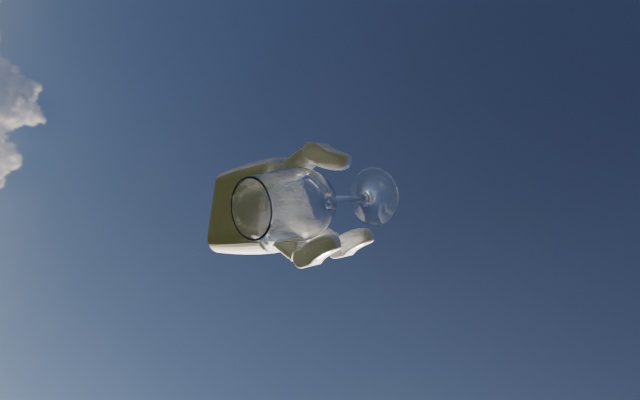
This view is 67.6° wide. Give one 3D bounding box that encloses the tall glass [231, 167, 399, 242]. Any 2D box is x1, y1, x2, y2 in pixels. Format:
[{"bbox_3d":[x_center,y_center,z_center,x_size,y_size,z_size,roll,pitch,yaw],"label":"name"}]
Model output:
[{"bbox_3d":[0.001,0.002,0.525,0.079,0.079,0.201,0,3,42],"label":"tall glass"}]
